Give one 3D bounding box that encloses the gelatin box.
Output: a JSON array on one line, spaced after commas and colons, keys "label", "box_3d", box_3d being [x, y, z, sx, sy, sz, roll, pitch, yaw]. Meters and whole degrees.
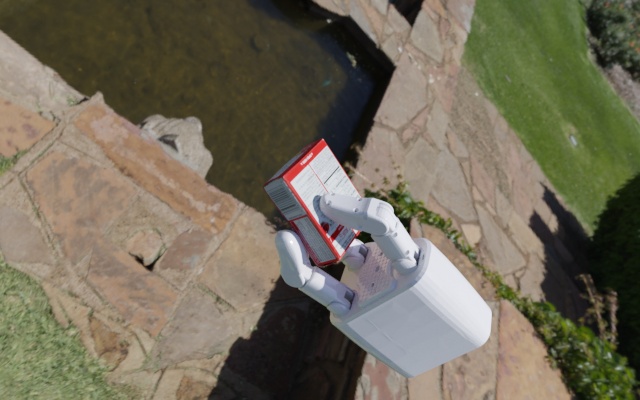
[{"label": "gelatin box", "box_3d": [0.000, 0.001, 0.420, 0.030, 0.089, 0.073, -22, 19, 40]}]
